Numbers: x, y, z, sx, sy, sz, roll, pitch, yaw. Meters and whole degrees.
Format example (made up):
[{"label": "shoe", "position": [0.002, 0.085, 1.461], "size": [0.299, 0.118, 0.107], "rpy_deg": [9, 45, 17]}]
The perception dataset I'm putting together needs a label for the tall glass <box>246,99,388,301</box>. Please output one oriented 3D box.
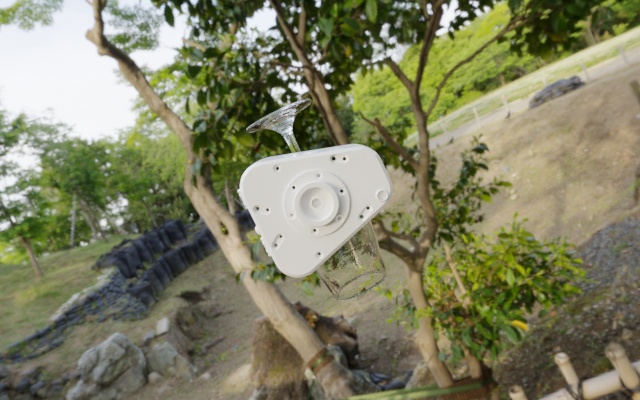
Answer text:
[{"label": "tall glass", "position": [0.000, 0.001, 0.499], "size": [0.079, 0.201, 0.079], "rpy_deg": [-26, 4, 2]}]
